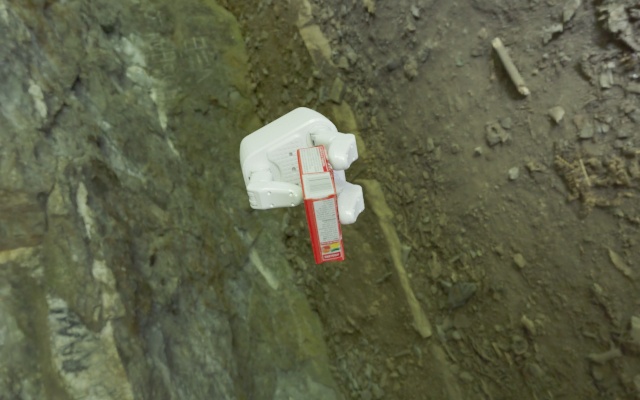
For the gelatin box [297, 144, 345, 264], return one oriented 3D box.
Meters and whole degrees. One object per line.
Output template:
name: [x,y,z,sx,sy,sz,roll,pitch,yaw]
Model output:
gelatin box: [0.000,0.002,0.439,0.030,0.073,0.089,-9,35,-1]
